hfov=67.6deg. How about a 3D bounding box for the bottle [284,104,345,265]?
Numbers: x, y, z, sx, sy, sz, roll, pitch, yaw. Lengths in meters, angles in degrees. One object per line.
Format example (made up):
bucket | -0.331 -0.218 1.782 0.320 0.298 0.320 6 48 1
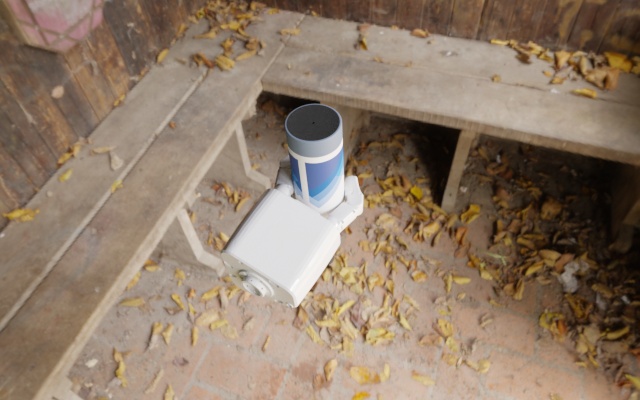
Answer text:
bottle | 0.000 0.002 0.662 0.069 0.069 0.296 0 -39 4
